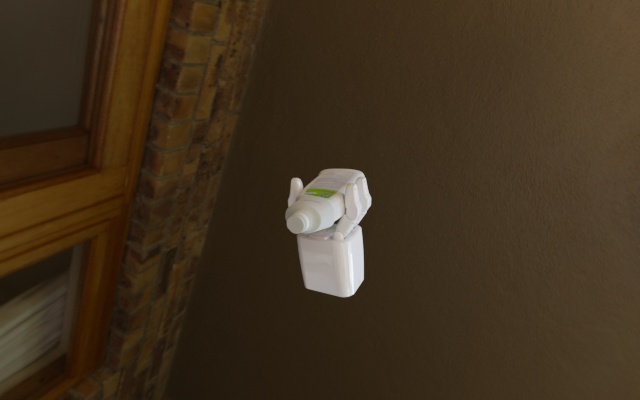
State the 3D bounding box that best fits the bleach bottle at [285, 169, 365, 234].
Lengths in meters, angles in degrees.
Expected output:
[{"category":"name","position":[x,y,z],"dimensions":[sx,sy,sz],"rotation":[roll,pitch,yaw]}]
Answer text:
[{"category":"bleach bottle","position":[0.000,0.003,0.832],"dimensions":[0.102,0.068,0.250],"rotation":[1,16,22]}]
